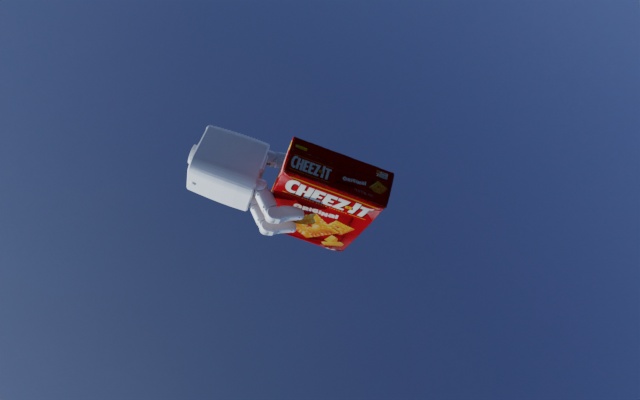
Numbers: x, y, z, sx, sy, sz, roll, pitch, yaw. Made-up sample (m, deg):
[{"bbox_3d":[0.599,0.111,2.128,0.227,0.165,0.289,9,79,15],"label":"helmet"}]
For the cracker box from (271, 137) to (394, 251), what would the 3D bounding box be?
[{"bbox_3d":[0.000,0.002,0.784,0.164,0.072,0.214,19,-28,-8],"label":"cracker box"}]
